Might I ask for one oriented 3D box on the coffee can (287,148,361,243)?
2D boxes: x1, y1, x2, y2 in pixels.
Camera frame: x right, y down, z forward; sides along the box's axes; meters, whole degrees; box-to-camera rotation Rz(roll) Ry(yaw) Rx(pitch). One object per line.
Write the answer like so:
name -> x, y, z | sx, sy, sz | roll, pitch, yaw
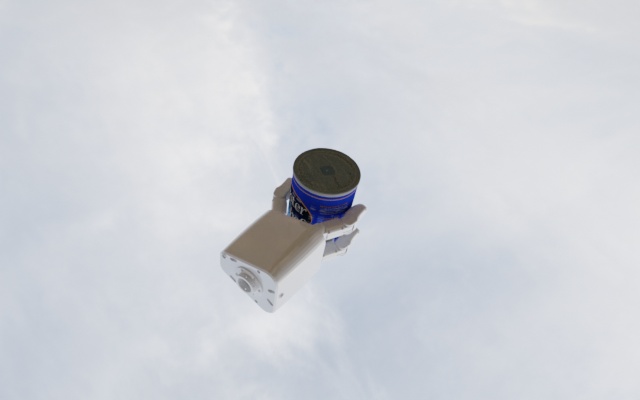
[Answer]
coffee can -> 0.000, 0.002, 0.757 | 0.103, 0.102, 0.140 | 0, -44, -11
